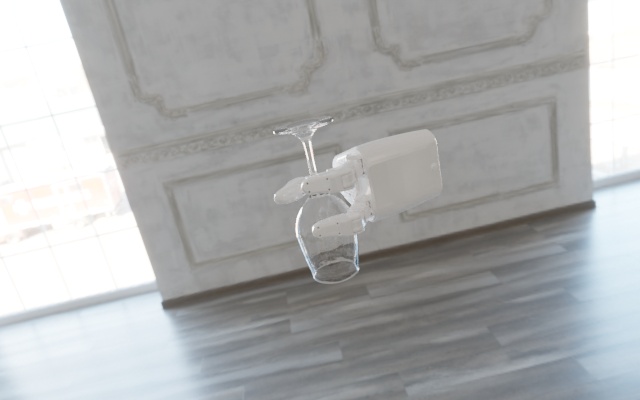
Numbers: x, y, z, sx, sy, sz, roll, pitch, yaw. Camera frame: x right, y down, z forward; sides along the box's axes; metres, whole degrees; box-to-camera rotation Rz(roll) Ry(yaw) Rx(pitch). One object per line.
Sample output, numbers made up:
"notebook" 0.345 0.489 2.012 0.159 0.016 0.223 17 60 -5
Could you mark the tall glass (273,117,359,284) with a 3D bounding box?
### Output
"tall glass" 0.000 0.001 0.598 0.079 0.201 0.079 -11 18 4
